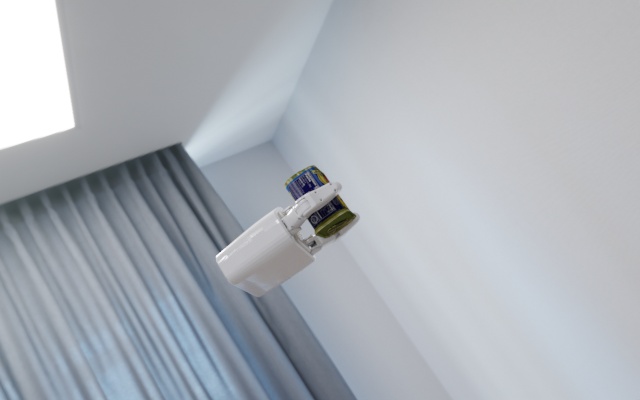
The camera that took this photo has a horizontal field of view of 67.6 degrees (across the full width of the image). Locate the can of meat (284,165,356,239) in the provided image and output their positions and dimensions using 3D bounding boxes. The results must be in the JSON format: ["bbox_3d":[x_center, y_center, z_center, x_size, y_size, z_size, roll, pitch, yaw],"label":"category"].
[{"bbox_3d":[0.000,0.002,0.678,0.057,0.084,0.102,-36,-13,5],"label":"can of meat"}]
